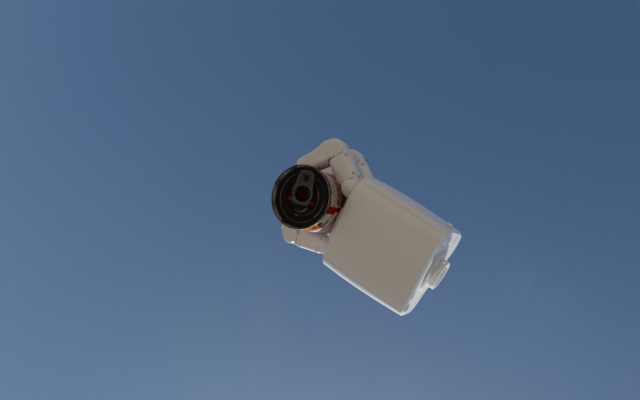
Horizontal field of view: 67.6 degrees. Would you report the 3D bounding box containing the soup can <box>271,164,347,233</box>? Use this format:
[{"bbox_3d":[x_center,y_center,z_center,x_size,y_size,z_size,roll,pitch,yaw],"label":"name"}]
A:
[{"bbox_3d":[0.000,0.002,0.534,0.068,0.068,0.102,0,-6,25],"label":"soup can"}]
